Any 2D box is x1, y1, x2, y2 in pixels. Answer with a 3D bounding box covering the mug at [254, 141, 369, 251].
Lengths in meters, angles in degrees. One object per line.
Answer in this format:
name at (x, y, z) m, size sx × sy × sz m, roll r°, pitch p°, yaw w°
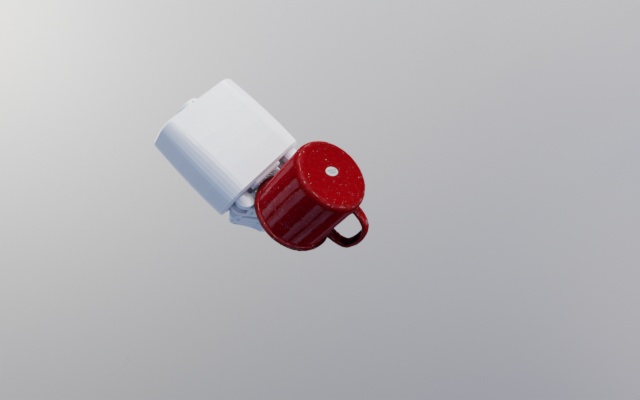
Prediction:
mug at (0.001, 0.003, 0.487) m, size 0.081 × 0.117 × 0.093 m, roll -43°, pitch 4°, yaw 45°
